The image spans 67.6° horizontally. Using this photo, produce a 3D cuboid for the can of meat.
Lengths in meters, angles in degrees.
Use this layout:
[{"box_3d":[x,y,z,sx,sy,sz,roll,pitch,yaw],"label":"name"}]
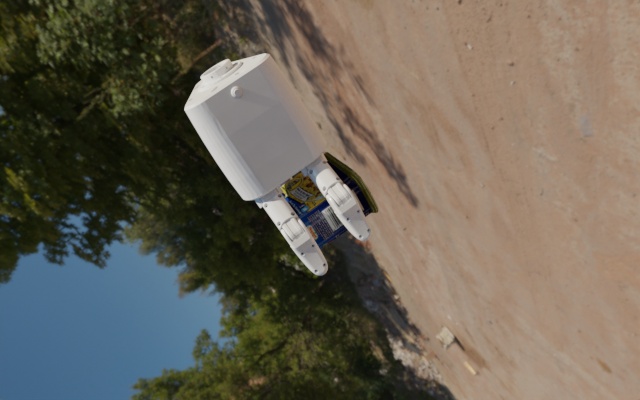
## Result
[{"box_3d":[0.000,0.002,0.519,0.084,0.057,0.102,-35,31,-7],"label":"can of meat"}]
